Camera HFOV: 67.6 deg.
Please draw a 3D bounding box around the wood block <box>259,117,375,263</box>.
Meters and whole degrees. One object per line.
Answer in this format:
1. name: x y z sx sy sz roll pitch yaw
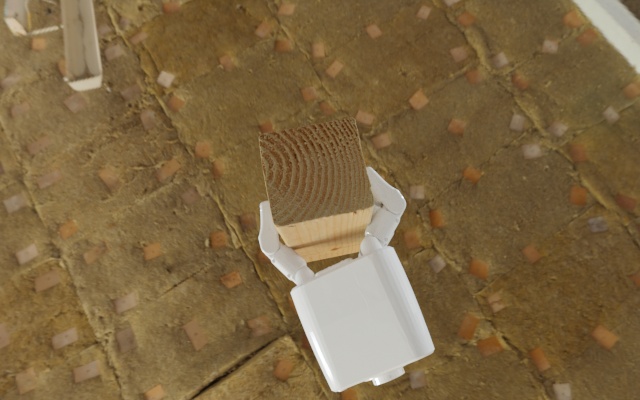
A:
1. wood block: 0.000 0.002 0.515 0.091 0.090 0.206 -11 -17 -1
